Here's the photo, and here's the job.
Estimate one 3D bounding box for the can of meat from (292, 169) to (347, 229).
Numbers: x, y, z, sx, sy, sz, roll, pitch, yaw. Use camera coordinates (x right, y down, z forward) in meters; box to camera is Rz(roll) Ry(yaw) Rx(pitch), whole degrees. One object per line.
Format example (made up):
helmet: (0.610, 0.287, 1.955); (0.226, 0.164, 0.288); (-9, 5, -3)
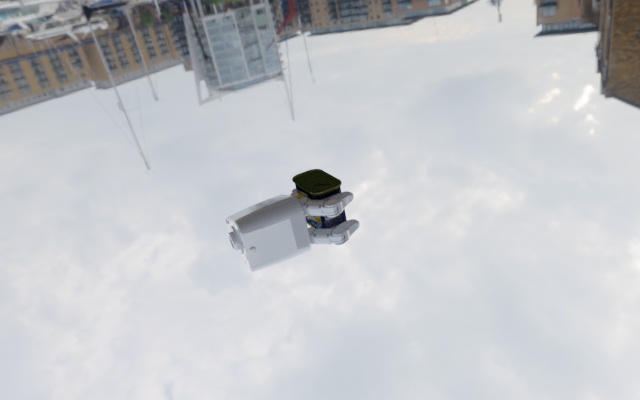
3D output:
can of meat: (0.000, 0.003, 0.811); (0.057, 0.084, 0.102); (-22, 27, -21)
